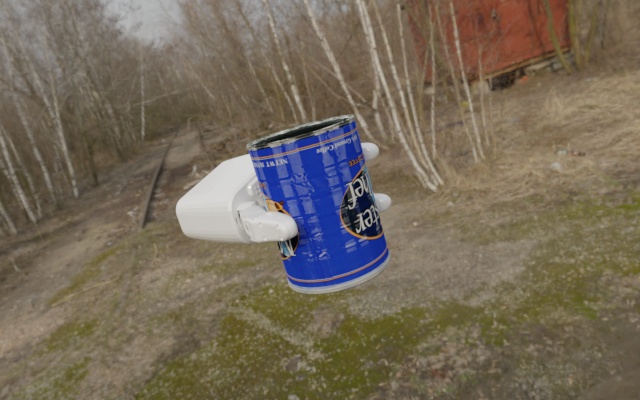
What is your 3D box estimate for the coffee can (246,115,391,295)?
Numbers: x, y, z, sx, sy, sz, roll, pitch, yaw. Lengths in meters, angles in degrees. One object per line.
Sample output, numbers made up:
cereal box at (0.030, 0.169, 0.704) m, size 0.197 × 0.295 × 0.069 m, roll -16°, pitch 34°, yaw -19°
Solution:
coffee can at (0.000, 0.002, 0.448) m, size 0.103 × 0.140 × 0.102 m, roll -15°, pitch 14°, yaw 4°
